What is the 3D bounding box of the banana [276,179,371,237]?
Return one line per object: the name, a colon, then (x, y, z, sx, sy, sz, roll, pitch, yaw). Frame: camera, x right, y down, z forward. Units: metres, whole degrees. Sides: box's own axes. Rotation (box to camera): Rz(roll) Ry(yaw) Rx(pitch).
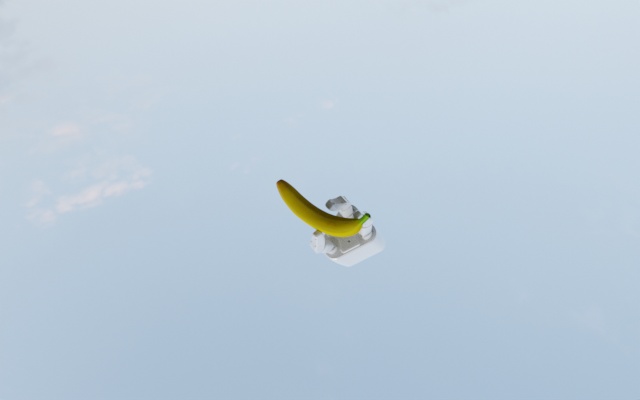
banana: (-0.001, 0.021, 0.872, 0.198, 0.070, 0.037, 21, 18, 23)
